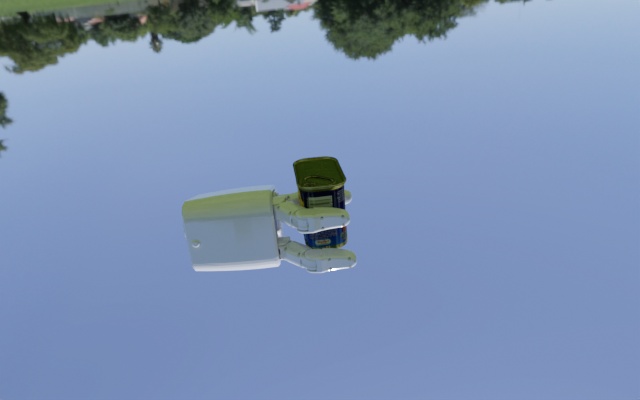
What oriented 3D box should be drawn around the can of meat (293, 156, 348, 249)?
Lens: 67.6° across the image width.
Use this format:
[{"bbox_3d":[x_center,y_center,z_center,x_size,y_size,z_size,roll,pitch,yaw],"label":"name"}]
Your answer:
[{"bbox_3d":[0.000,0.002,0.587,0.057,0.084,0.102,-6,24,-5],"label":"can of meat"}]
